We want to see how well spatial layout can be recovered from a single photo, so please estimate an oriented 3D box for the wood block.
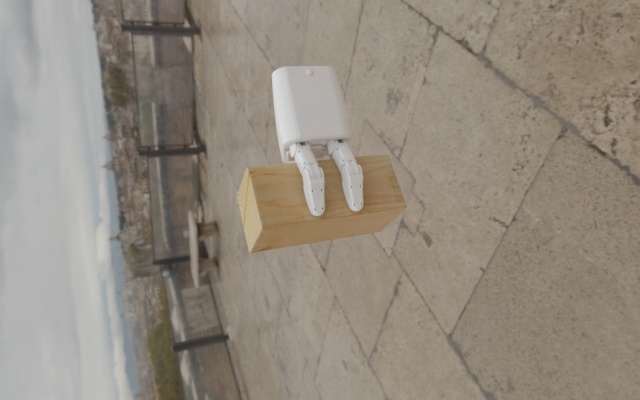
[{"bbox_3d":[0.000,0.002,0.663,0.206,0.090,0.091,-7,-22,-23],"label":"wood block"}]
